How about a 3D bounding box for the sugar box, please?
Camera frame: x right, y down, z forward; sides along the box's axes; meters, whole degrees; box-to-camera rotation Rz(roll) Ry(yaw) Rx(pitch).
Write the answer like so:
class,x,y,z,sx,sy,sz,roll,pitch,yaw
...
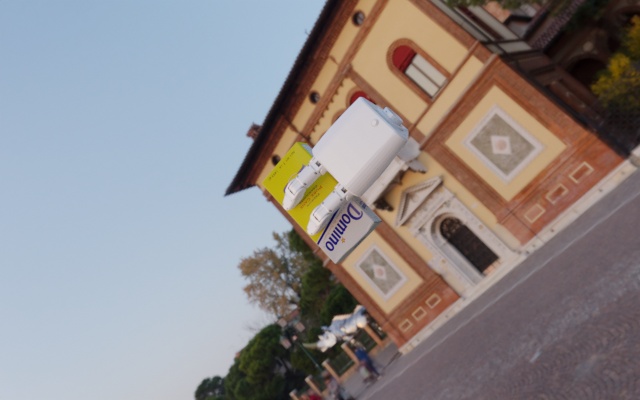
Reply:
class,x,y,z,sx,sy,sz,roll,pitch,yaw
sugar box,0.000,0.002,0.740,0.176,0.093,0.048,47,18,15
